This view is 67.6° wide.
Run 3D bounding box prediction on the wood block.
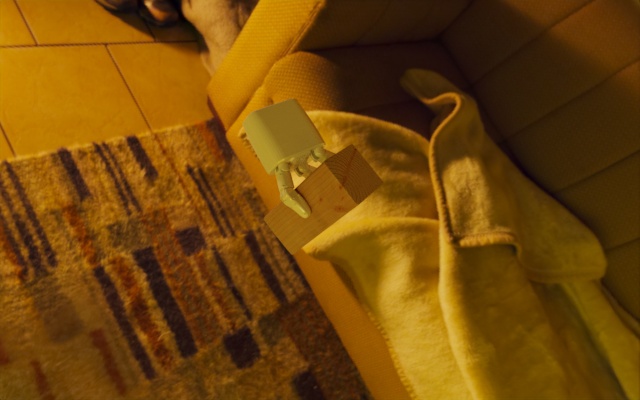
[{"bbox_3d":[0.000,0.003,0.853,0.090,0.090,0.206,-36,-3,-46],"label":"wood block"}]
